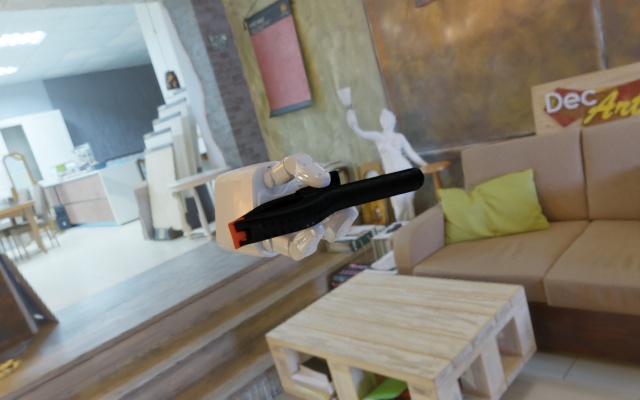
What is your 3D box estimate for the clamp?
[{"bbox_3d":[-0.001,0.001,0.524,0.210,0.036,0.164,-24,14,-39],"label":"clamp"}]
